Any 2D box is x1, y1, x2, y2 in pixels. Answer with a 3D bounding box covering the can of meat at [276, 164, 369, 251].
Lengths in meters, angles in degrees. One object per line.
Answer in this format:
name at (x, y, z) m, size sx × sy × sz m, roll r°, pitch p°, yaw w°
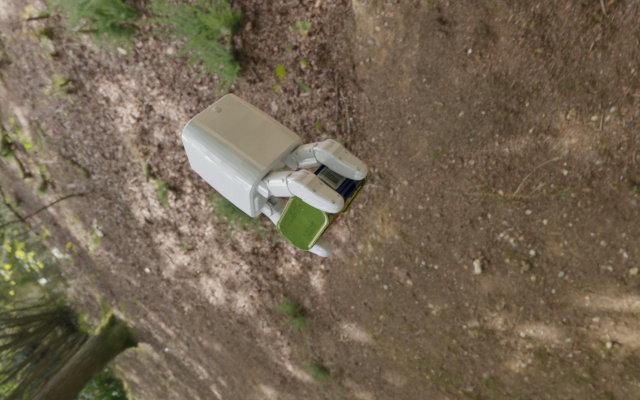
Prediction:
can of meat at (0.000, 0.002, 0.556) m, size 0.084 × 0.057 × 0.102 m, roll -47°, pitch -7°, yaw -37°
